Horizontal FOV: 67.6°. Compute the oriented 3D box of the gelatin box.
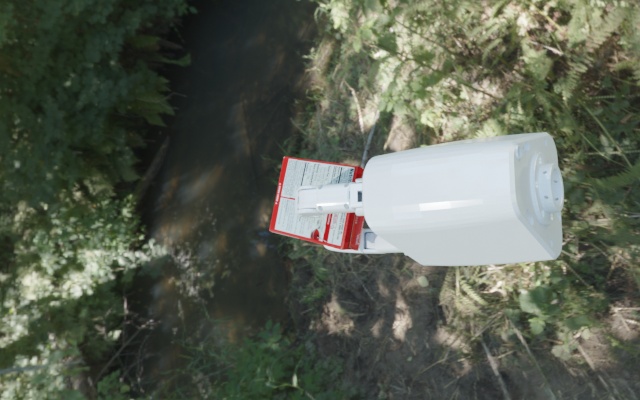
[{"bbox_3d":[0.000,0.001,0.437,0.089,0.073,0.030,11,0,36],"label":"gelatin box"}]
